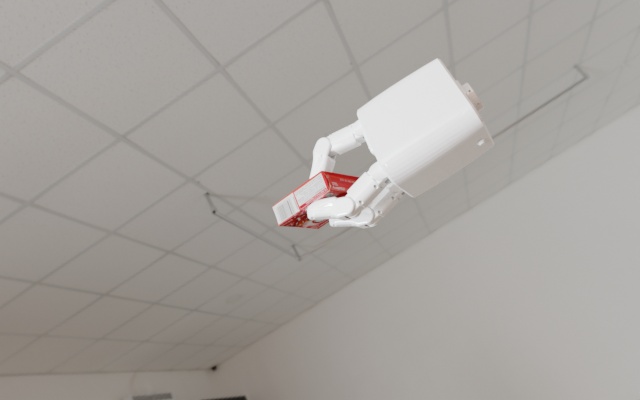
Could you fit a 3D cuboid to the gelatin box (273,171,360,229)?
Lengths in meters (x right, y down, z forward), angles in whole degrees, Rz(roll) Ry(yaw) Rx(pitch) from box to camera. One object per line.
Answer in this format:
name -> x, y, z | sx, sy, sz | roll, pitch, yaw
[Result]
gelatin box -> 0.000, 0.002, 0.566 | 0.089, 0.030, 0.073 | -34, -25, 32
